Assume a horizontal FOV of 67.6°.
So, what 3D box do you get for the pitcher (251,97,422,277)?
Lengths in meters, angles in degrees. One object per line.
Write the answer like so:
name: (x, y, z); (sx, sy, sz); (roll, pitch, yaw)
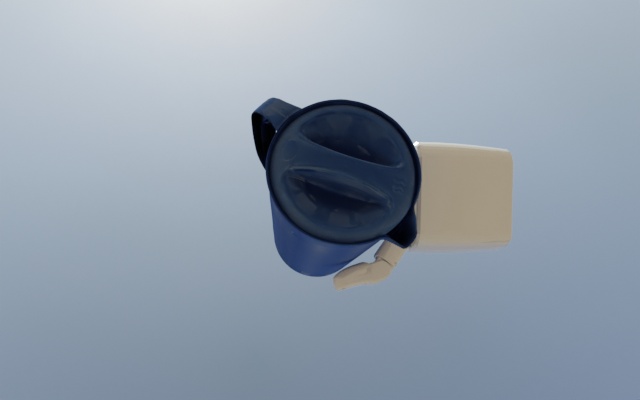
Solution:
pitcher: (0.000, 0.002, 0.509); (0.145, 0.149, 0.243); (0, -18, -8)
